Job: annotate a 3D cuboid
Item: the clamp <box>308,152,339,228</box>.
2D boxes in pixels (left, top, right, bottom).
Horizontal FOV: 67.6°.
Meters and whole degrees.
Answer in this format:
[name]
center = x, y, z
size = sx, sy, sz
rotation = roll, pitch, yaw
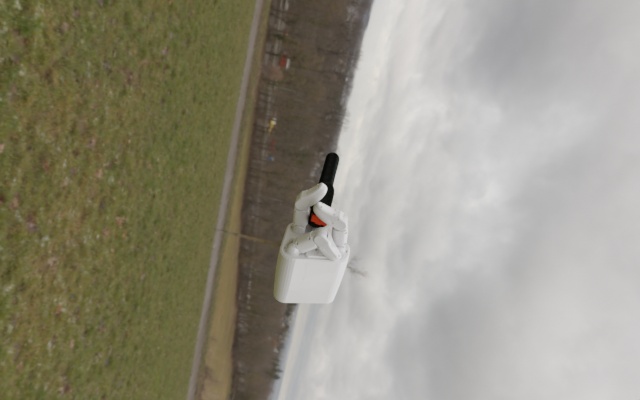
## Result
[clamp]
center = 0.001, 0.003, 0.831
size = 0.039, 0.120, 0.171
rotation = 14, 35, 0
